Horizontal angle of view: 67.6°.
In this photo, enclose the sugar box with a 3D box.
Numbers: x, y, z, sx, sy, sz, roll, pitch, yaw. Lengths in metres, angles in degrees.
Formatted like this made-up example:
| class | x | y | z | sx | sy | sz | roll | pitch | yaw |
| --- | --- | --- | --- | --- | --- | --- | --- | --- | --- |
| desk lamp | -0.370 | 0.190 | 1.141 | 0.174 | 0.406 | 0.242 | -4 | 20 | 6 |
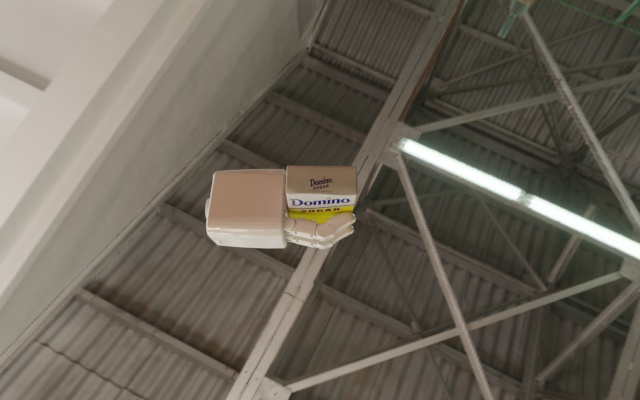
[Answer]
| class | x | y | z | sx | sy | sz | roll | pitch | yaw |
| --- | --- | --- | --- | --- | --- | --- | --- | --- | --- |
| sugar box | 0.000 | 0.003 | 0.688 | 0.093 | 0.048 | 0.176 | 1 | -17 | 0 |
